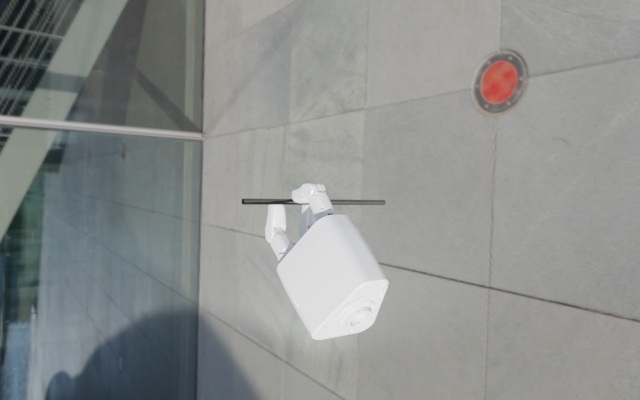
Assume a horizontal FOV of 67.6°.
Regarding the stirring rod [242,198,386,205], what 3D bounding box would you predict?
[{"bbox_3d":[0.000,0.002,0.677,0.239,0.011,0.011,1,0,-35],"label":"stirring rod"}]
